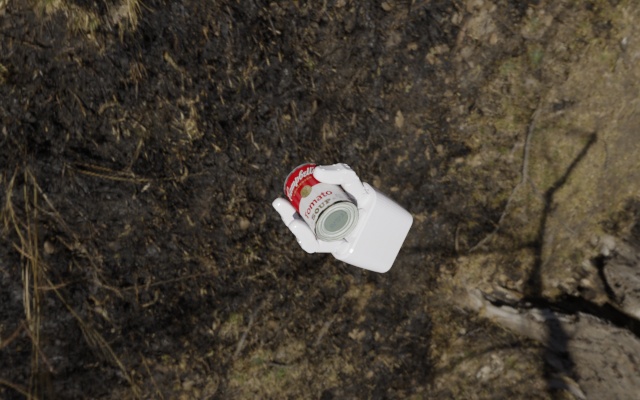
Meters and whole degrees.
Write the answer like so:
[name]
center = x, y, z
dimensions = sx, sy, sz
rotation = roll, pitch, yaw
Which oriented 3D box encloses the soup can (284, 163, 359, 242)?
[soup can]
center = 0.000, 0.002, 0.660
dimensions = 0.068, 0.068, 0.102
rotation = 0, 33, -32
